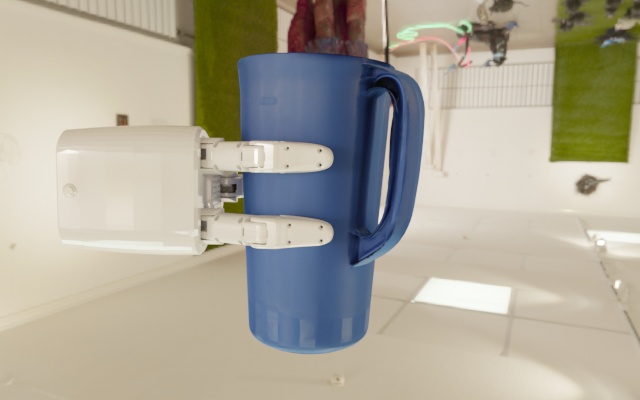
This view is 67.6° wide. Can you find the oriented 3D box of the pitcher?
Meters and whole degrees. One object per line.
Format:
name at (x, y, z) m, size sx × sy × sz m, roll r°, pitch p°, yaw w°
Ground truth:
pitcher at (0.000, 0.001, 0.410) m, size 0.145 × 0.243 × 0.149 m, roll 1°, pitch 7°, yaw -1°
